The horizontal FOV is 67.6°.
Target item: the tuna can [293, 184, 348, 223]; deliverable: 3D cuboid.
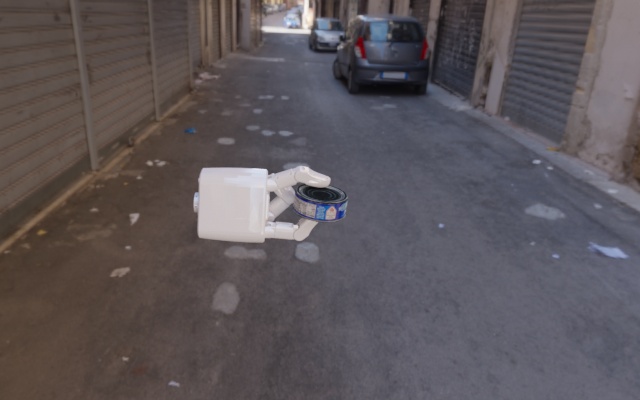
[{"bbox_3d":[0.000,0.002,0.759,0.086,0.034,0.086,7,21,-3],"label":"tuna can"}]
